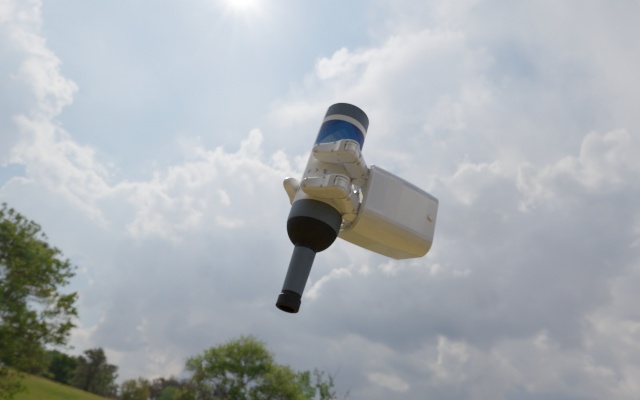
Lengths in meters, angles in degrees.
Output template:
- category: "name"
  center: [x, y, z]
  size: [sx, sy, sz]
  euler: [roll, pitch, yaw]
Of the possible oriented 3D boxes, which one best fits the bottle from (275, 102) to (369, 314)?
- category: "bottle"
  center: [0.000, 0.002, 0.612]
  size: [0.069, 0.295, 0.069]
  euler: [13, -32, 8]
